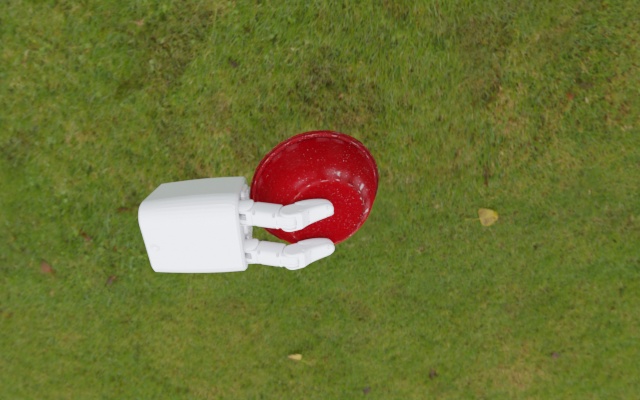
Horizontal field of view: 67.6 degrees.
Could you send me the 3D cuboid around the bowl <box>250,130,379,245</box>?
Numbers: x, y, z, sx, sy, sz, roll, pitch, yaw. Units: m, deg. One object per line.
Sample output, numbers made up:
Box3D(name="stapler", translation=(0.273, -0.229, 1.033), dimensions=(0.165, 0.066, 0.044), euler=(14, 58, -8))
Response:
Box3D(name="bowl", translation=(0.001, 0.002, 0.562), dimensions=(0.162, 0.162, 0.055), euler=(0, 33, -16))
